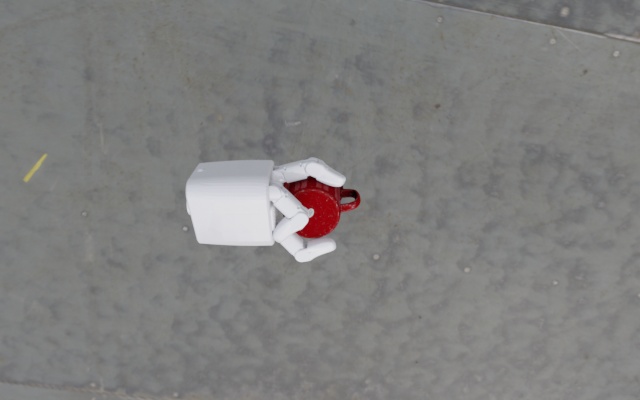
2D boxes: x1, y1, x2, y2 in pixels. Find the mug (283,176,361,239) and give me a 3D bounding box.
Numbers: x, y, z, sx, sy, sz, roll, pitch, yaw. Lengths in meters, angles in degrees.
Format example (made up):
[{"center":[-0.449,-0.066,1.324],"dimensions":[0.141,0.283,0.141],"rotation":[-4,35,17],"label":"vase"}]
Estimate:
[{"center":[0.002,0.002,0.697],"dimensions":[0.117,0.093,0.081],"rotation":[-1,26,1],"label":"mug"}]
